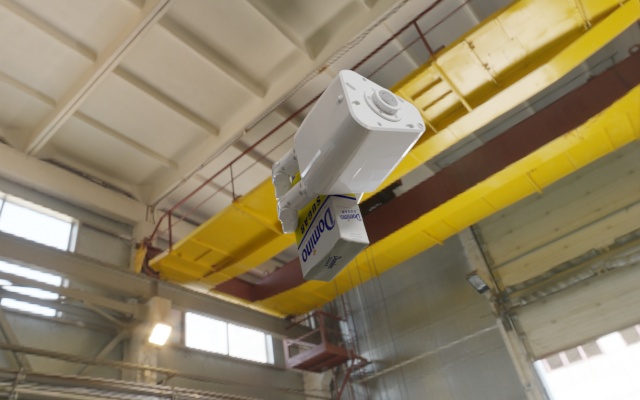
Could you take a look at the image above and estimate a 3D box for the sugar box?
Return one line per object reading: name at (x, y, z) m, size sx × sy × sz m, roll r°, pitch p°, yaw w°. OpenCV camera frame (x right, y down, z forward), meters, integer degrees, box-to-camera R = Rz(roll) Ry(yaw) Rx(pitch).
sugar box at (0.000, 0.002, 0.599) m, size 0.048 × 0.176 × 0.093 m, roll 12°, pitch -43°, yaw -28°
